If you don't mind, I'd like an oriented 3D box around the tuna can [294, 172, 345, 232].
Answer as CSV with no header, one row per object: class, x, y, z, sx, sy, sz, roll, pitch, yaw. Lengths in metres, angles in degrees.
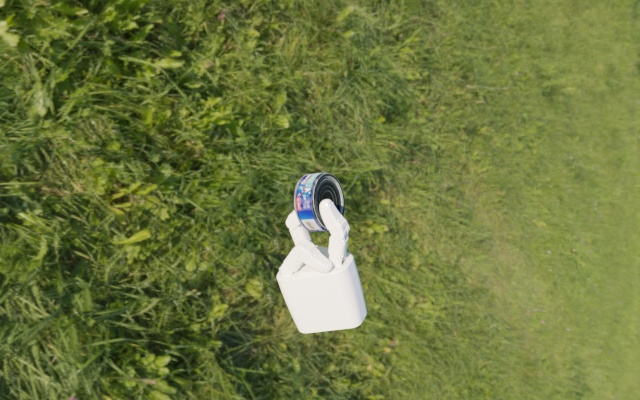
tuna can,0.001,0.002,0.694,0.034,0.086,0.086,-5,-3,35
